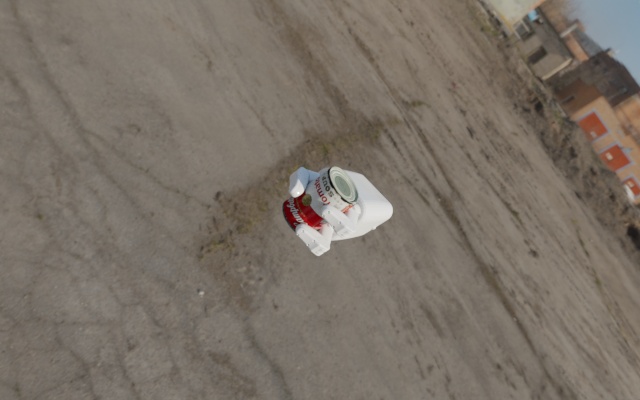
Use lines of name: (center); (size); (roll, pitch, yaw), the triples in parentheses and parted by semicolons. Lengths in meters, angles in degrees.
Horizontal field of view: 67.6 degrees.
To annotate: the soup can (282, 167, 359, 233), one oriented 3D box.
soup can: (0.000, 0.002, 0.731); (0.102, 0.068, 0.068); (-35, -19, 29)
